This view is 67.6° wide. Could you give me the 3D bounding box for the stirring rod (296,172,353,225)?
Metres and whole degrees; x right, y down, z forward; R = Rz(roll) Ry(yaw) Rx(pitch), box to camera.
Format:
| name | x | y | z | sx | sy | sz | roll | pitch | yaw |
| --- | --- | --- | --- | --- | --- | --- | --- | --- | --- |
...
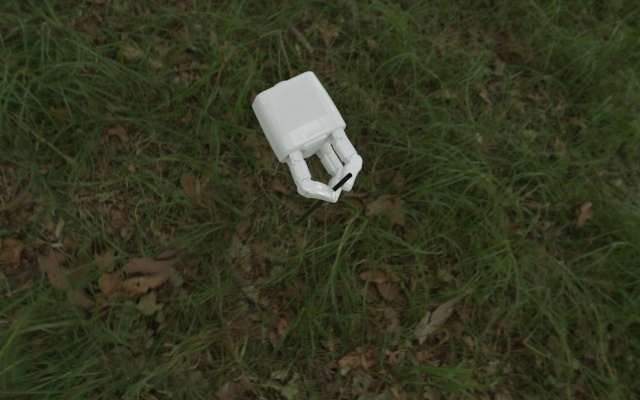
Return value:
| name | x | y | z | sx | sy | sz | roll | pitch | yaw |
| --- | --- | --- | --- | --- | --- | --- | --- | --- | --- |
| stirring rod | 0.000 | 0.003 | 0.793 | 0.011 | 0.011 | 0.240 | 0 | -19 | -22 |
